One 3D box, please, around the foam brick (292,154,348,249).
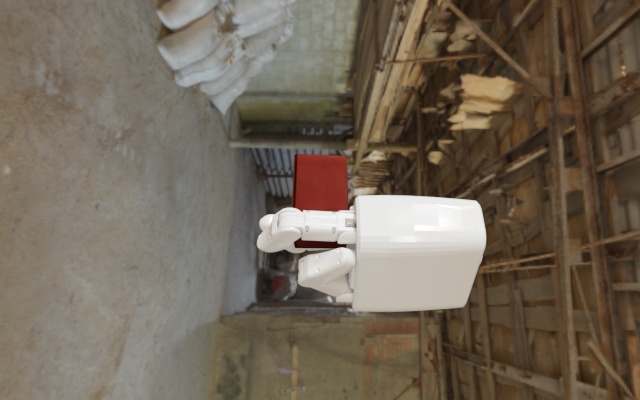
[{"bbox_3d":[0.000,0.001,0.459,0.051,0.078,0.053,0,-31,1],"label":"foam brick"}]
